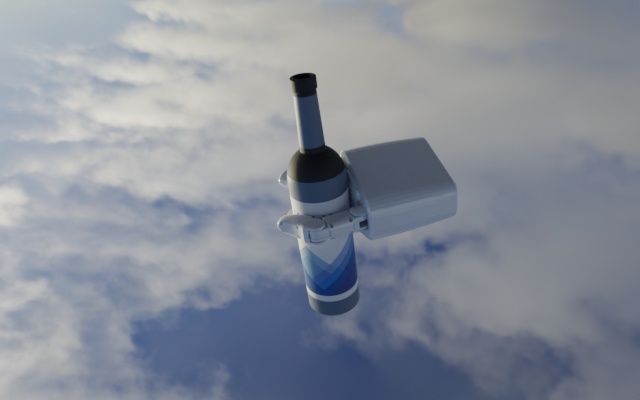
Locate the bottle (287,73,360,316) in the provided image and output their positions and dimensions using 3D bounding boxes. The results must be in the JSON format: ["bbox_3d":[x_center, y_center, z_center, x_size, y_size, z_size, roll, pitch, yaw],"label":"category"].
[{"bbox_3d":[0.000,0.002,0.551,0.069,0.296,0.069,-6,31,4],"label":"bottle"}]
